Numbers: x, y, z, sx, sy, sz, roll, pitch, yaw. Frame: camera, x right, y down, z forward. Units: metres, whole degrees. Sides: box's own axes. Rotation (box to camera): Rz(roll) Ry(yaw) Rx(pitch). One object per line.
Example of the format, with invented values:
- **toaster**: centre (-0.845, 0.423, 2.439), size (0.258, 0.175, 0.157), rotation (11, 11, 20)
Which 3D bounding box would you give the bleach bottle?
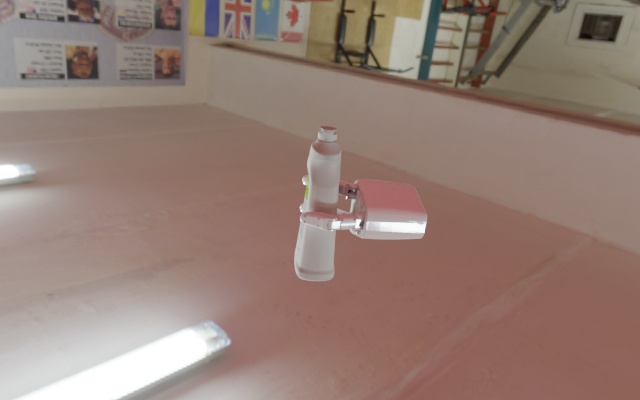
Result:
- **bleach bottle**: centre (0.000, 0.003, 0.808), size (0.068, 0.251, 0.102), rotation (3, 20, -9)
